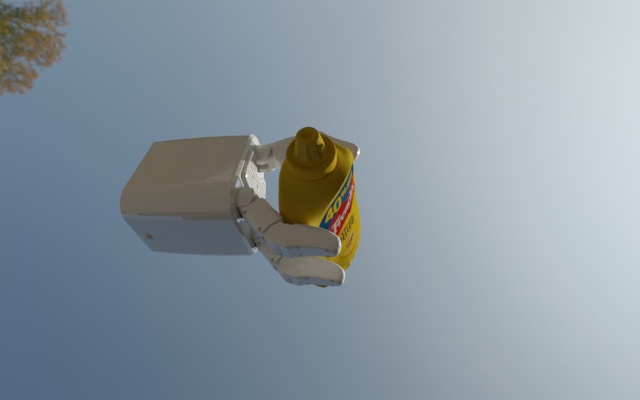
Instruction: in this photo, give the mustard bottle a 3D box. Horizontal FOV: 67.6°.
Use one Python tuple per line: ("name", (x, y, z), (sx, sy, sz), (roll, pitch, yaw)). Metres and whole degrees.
("mustard bottle", (0.000, 0.002, 0.445), (0.058, 0.096, 0.192), (20, -28, 20))
